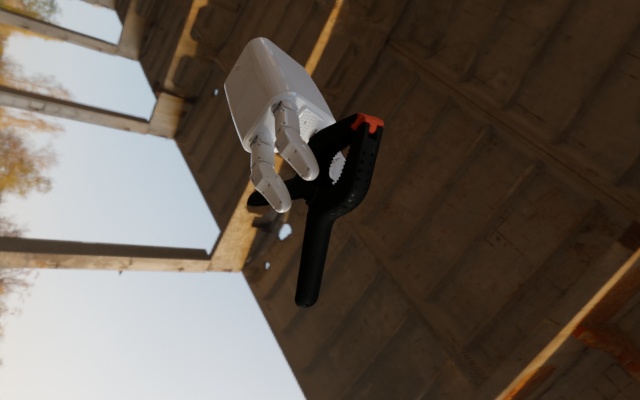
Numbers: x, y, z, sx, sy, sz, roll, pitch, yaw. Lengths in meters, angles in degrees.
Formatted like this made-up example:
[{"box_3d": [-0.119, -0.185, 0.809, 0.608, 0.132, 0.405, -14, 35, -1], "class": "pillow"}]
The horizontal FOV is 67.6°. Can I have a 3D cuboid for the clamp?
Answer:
[{"box_3d": [0.001, 0.001, 0.505, 0.036, 0.164, 0.210, 3, -39, -43], "class": "clamp"}]
